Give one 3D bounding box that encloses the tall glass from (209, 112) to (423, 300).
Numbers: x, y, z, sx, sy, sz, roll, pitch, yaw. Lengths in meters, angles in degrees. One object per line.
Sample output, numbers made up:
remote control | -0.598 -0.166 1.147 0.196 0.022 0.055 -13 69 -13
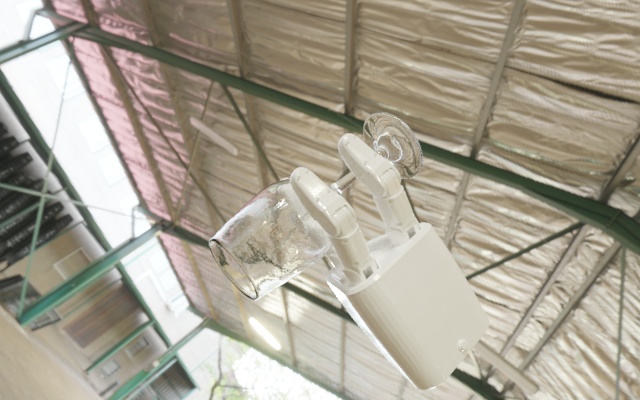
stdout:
tall glass | 0.000 0.001 0.426 0.201 0.079 0.079 -37 18 -26
